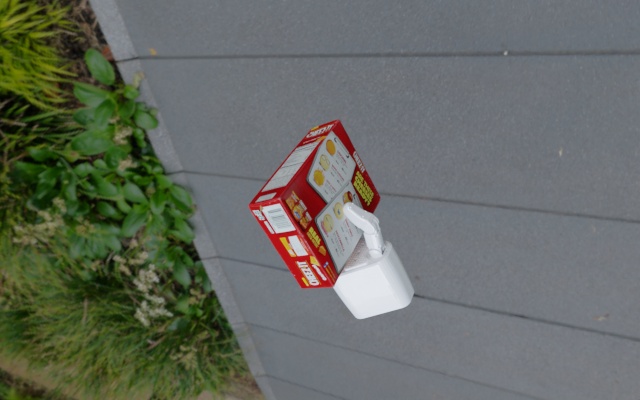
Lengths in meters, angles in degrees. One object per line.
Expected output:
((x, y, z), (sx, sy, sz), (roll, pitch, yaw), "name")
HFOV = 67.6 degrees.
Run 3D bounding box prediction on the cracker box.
((0.000, 0.002, 0.736), (0.072, 0.164, 0.213), (-11, 31, 36), "cracker box")
